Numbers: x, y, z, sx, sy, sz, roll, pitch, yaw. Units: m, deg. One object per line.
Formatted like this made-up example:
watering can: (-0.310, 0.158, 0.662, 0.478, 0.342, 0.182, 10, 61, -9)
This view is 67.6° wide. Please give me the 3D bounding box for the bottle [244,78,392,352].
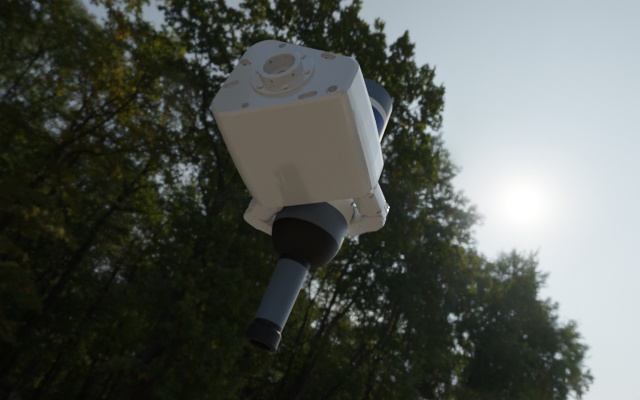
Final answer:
bottle: (0.000, 0.001, 0.460, 0.069, 0.295, 0.069, 16, -33, 11)
